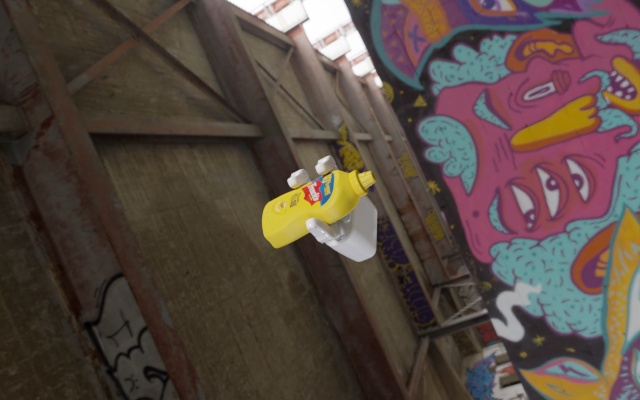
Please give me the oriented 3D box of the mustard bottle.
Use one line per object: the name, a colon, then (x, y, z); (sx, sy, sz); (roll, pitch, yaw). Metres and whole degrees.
mustard bottle: (0.000, 0.002, 0.759); (0.191, 0.058, 0.096); (-25, 31, 20)
